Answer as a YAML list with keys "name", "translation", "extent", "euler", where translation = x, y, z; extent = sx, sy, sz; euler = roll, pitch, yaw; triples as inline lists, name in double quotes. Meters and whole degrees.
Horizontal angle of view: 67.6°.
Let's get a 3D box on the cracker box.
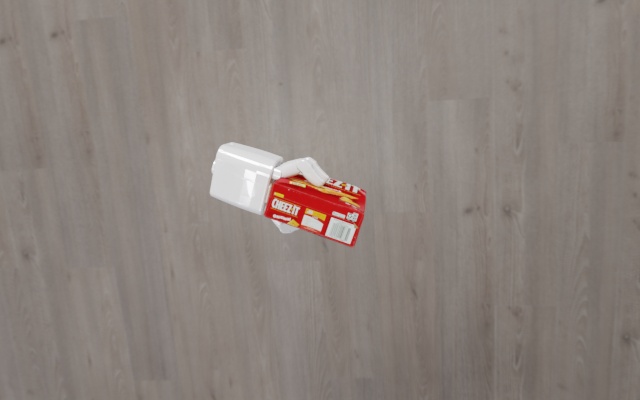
- name: "cracker box"
  translation: [0.000, 0.003, 0.895]
  extent: [0.164, 0.072, 0.213]
  euler: [19, 13, 2]
